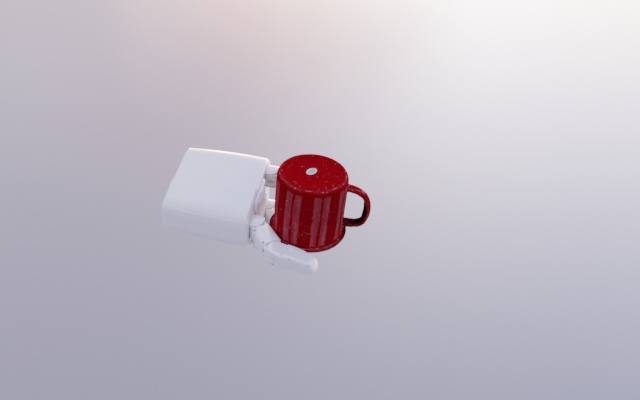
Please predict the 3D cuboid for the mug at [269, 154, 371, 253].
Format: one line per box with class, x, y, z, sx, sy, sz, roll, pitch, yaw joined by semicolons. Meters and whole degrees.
mug;0.002;0.002;0.553;0.117;0.082;0.093;10;37;4
